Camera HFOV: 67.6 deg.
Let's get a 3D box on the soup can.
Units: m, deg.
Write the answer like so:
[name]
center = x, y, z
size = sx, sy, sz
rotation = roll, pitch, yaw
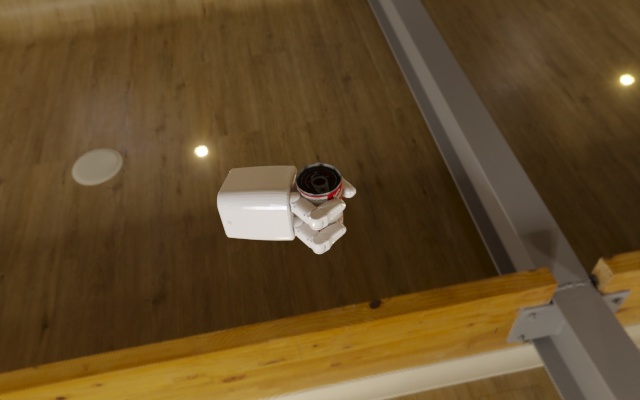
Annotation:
[soup can]
center = 0.001, 0.002, 0.730
size = 0.068, 0.068, 0.102
rotation = 0, -44, 5
